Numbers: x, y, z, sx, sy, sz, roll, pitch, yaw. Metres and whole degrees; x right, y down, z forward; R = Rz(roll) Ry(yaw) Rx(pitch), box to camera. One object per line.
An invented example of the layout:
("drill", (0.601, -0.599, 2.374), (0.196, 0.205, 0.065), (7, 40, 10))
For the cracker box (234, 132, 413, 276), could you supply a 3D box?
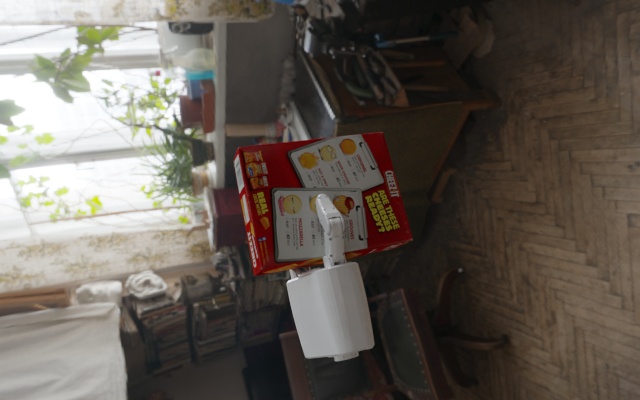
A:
("cracker box", (0.000, 0.002, 0.659), (0.213, 0.164, 0.072), (-9, -13, -20))
